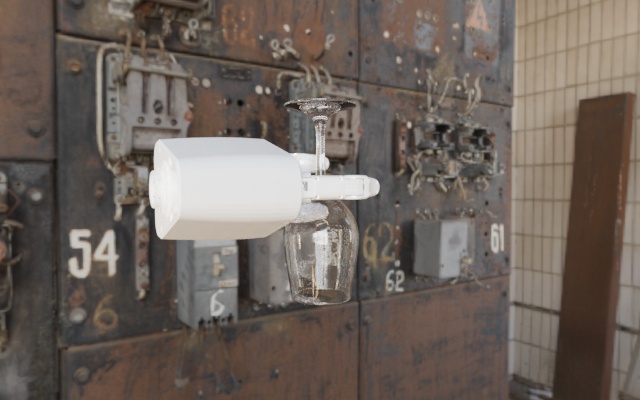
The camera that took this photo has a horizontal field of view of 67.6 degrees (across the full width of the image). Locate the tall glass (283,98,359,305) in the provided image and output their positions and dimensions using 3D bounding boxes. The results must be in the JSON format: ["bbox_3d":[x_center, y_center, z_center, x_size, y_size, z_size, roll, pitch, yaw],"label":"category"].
[{"bbox_3d":[0.000,0.001,0.491,0.079,0.201,0.079,-1,2,0],"label":"tall glass"}]
